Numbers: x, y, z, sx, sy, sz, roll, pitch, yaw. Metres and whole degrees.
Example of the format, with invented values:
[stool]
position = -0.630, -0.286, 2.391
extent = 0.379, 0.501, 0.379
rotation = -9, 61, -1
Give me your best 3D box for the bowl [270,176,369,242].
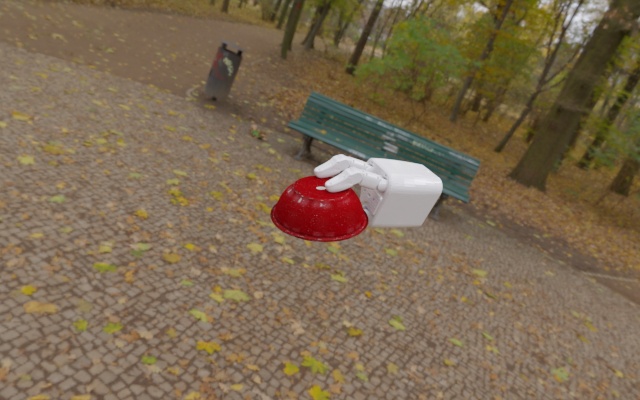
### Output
[bowl]
position = -0.001, 0.002, 0.770
extent = 0.162, 0.055, 0.162
rotation = 3, 27, -2
